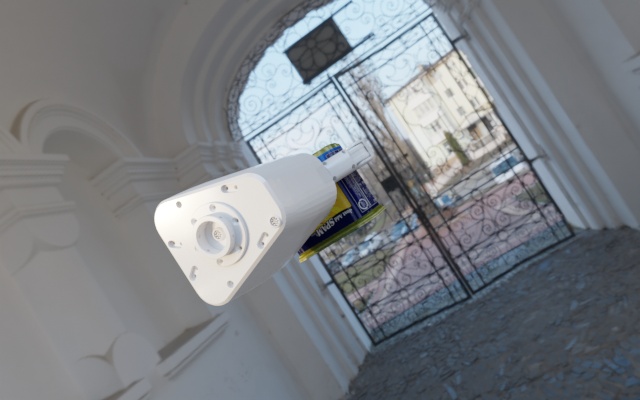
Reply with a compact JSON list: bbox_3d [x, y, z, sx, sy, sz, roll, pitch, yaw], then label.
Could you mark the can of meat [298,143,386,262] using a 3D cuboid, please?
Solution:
[{"bbox_3d":[0.000,0.001,0.489,0.102,0.084,0.057,-34,-2,28],"label":"can of meat"}]
